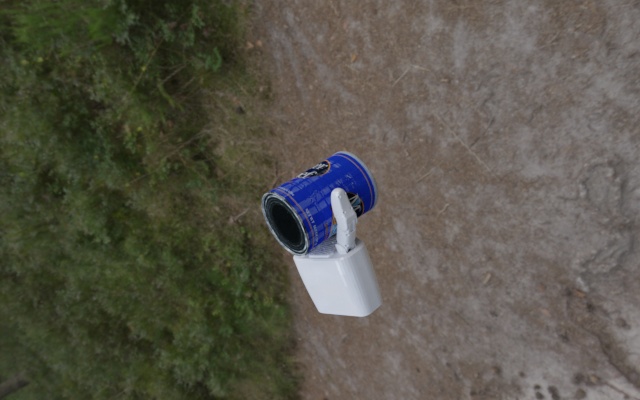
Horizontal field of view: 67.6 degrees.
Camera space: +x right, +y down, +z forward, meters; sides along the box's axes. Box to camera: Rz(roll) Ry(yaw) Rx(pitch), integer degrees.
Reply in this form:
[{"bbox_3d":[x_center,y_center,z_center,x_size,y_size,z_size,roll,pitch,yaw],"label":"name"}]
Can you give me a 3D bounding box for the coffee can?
[{"bbox_3d":[0.000,0.002,0.701,0.140,0.103,0.103,-32,17,-30],"label":"coffee can"}]
